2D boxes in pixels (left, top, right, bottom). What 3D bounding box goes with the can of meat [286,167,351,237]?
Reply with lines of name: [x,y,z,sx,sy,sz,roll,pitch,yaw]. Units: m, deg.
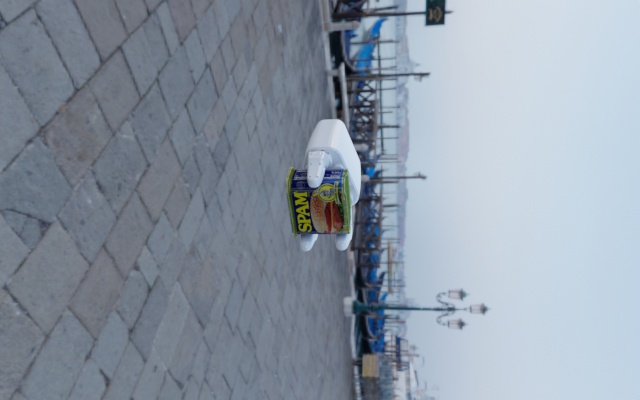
can of meat: [0.000,0.002,0.693,0.084,0.102,0.057,-1,32,9]
